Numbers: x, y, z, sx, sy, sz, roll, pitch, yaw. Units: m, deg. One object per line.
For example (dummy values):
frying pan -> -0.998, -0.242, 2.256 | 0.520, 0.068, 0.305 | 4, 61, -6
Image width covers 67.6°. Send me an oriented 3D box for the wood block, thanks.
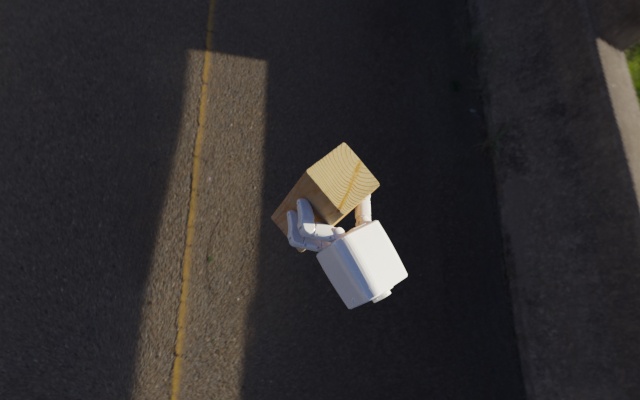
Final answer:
wood block -> 0.001, 0.003, 0.810 | 0.090, 0.090, 0.206 | -38, -4, -30
